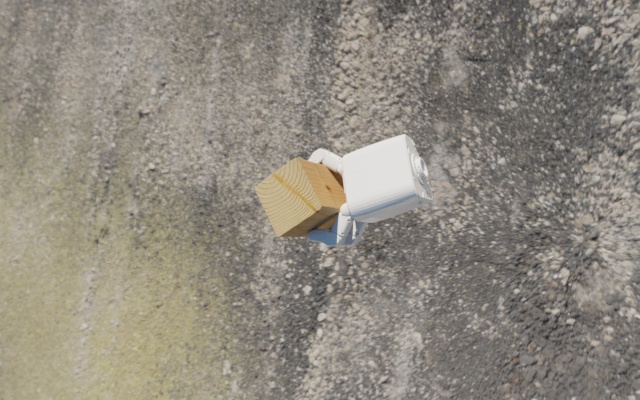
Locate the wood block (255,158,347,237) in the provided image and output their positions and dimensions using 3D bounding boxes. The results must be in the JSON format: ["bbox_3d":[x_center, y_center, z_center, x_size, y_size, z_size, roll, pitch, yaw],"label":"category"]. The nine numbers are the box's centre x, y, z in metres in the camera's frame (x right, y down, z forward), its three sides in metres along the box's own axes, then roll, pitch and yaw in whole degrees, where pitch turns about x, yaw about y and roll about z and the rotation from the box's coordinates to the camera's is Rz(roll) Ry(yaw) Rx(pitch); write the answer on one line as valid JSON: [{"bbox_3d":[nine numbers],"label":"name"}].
[{"bbox_3d":[0.000,0.002,0.789,0.090,0.090,0.206,-34,-19,22],"label":"wood block"}]
